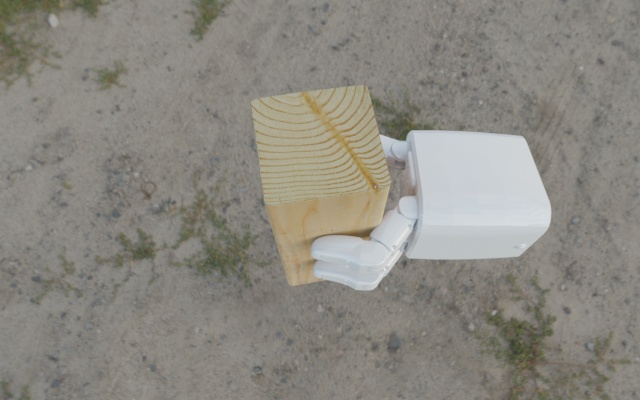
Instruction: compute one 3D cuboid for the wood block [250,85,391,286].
[{"bbox_3d":[0.000,0.001,0.430,0.090,0.090,0.206,-9,-25,-3],"label":"wood block"}]
